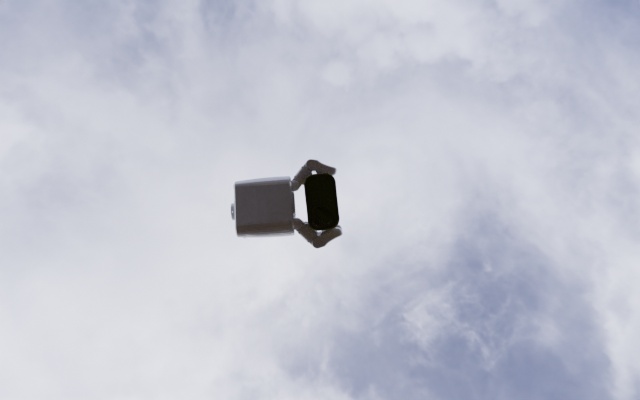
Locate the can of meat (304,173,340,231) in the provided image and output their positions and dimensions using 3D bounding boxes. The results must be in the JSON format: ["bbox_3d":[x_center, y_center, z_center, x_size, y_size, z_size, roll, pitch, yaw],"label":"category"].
[{"bbox_3d":[0.000,0.003,0.888,0.057,0.102,0.084,-6,0,-3],"label":"can of meat"}]
